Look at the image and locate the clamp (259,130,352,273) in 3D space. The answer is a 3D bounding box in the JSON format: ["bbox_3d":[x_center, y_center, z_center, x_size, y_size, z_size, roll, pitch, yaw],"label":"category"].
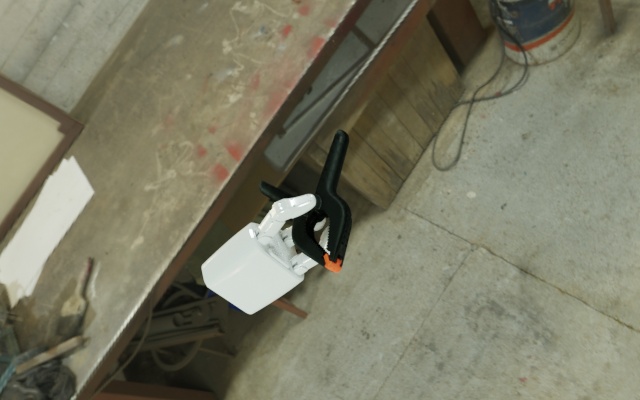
[{"bbox_3d":[0.000,0.002,0.678,0.164,0.209,0.036,-38,-41,15],"label":"clamp"}]
